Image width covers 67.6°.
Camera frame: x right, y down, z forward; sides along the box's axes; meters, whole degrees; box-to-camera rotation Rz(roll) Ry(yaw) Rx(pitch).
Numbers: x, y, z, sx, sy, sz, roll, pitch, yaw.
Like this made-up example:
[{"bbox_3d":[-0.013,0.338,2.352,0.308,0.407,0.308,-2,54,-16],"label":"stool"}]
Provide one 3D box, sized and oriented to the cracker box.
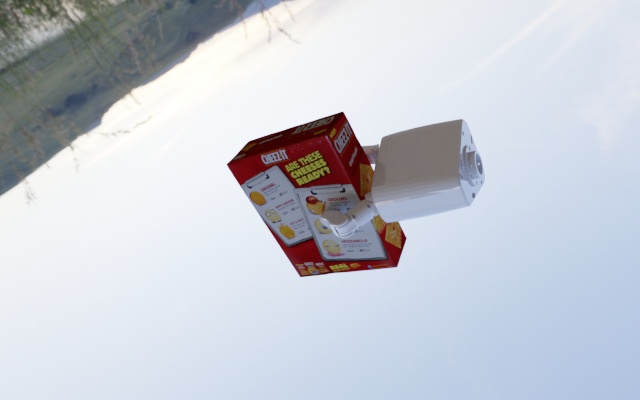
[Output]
[{"bbox_3d":[0.000,0.002,0.652,0.164,0.214,0.072,-11,31,33],"label":"cracker box"}]
